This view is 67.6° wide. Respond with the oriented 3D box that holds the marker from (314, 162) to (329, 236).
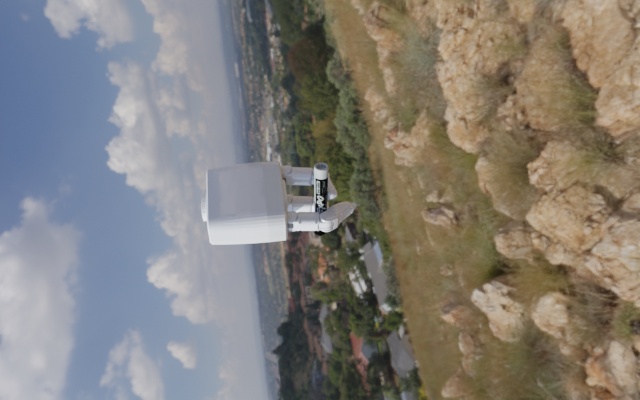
[{"bbox_3d":[0.000,0.002,0.658,0.020,0.121,0.020,1,39,-1],"label":"marker"}]
